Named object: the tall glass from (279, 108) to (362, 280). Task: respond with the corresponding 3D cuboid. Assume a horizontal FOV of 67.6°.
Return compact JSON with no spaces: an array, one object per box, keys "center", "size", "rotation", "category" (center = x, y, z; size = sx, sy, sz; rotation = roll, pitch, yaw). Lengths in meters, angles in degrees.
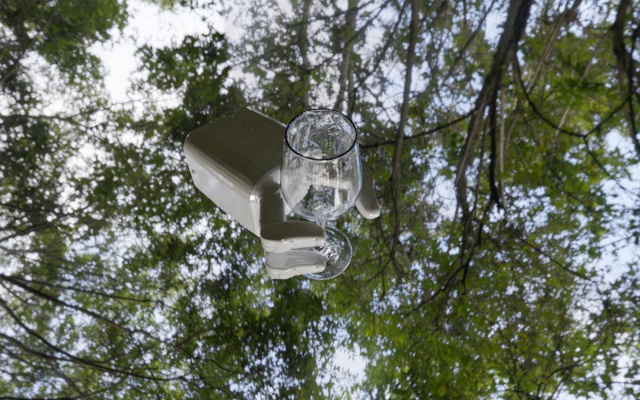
[{"center":[0.000,0.002,0.483],"size":[0.079,0.079,0.201],"rotation":[0,-36,-1],"category":"tall glass"}]
